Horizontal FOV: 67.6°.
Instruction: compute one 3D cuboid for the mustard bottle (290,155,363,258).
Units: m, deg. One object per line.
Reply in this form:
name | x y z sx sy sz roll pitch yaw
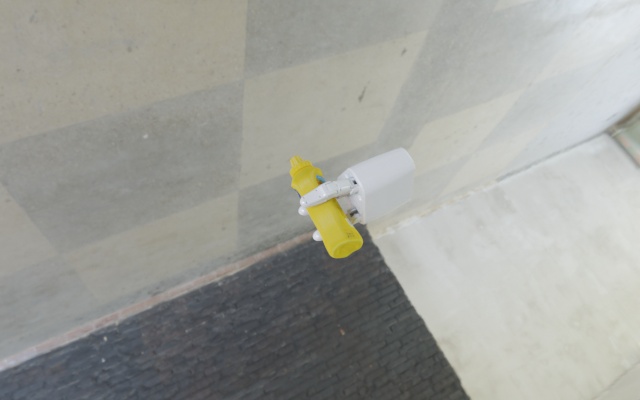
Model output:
mustard bottle | 0.000 0.003 0.809 0.058 0.191 0.096 -33 -20 9
